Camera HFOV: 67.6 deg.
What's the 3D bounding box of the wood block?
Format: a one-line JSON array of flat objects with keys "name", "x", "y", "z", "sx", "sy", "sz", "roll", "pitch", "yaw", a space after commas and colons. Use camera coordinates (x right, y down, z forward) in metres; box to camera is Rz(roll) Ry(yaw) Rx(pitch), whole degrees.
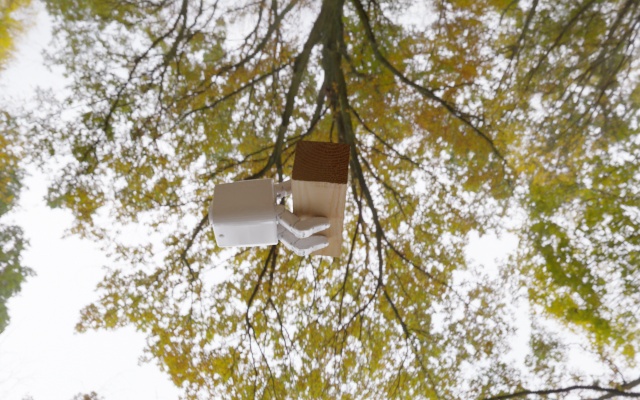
[{"name": "wood block", "x": 0.000, "y": 0.003, "z": 0.833, "sx": 0.090, "sy": 0.090, "sz": 0.206, "roll": 4, "pitch": -39, "yaw": 2}]
